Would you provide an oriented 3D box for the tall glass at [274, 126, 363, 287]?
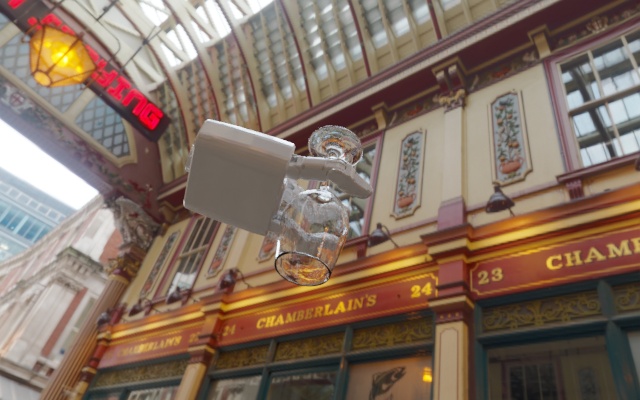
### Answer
[{"bbox_3d":[0.000,0.001,0.569,0.079,0.201,0.079,8,-42,7],"label":"tall glass"}]
